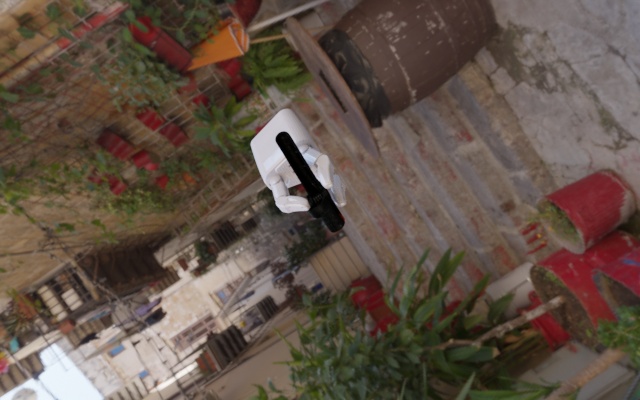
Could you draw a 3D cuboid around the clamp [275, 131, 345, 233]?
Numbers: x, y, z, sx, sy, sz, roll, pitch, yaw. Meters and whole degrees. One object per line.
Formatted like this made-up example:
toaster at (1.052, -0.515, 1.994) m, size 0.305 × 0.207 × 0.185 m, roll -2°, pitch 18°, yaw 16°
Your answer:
clamp at (0.000, 0.003, 0.770) m, size 0.036 × 0.164 × 0.210 m, roll -29°, pitch -40°, yaw 6°
